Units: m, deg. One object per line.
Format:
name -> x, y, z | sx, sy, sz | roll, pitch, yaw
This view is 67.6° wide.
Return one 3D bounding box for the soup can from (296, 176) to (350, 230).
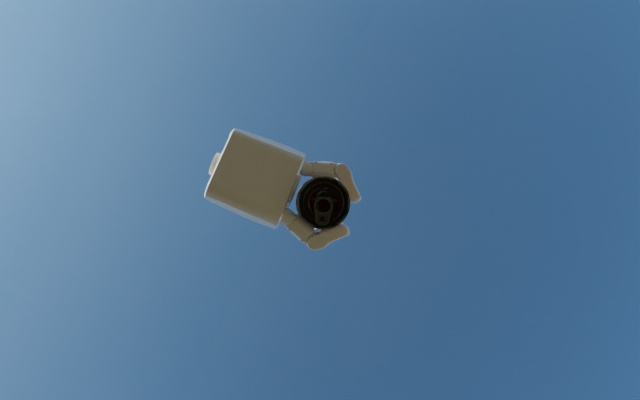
soup can -> 0.001, 0.002, 0.655 | 0.068, 0.068, 0.102 | 0, 1, -5
